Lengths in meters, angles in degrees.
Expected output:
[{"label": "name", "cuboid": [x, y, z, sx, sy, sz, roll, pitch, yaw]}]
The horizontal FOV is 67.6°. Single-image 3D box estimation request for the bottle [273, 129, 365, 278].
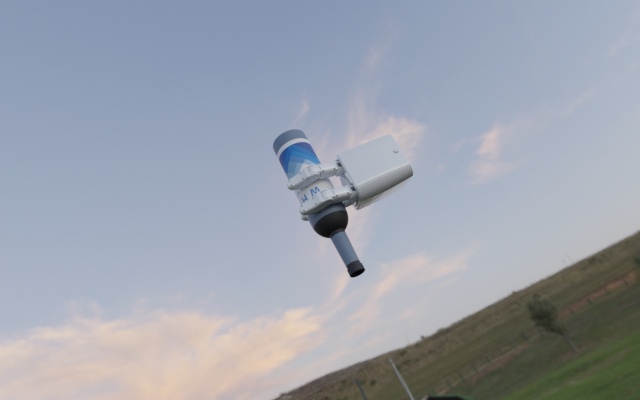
[{"label": "bottle", "cuboid": [0.000, 0.003, 0.838, 0.069, 0.295, 0.069, -21, -29, -12]}]
